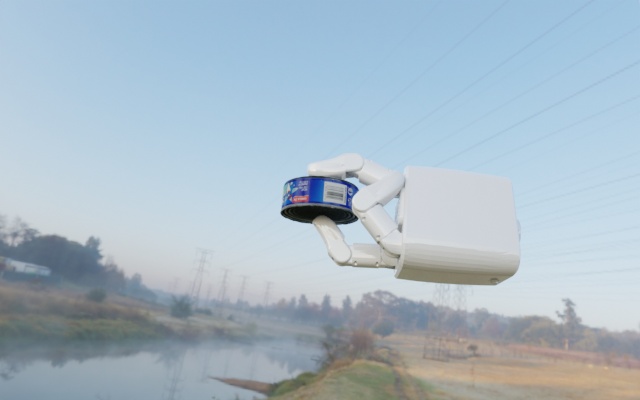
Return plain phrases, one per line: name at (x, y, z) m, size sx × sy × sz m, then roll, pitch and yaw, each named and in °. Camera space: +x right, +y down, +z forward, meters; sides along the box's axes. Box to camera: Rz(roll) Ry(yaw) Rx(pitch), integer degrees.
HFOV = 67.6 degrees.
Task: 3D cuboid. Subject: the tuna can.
tuna can at (0.000, 0.001, 0.523) m, size 0.086 × 0.033 × 0.086 m, roll 4°, pitch -16°, yaw 1°
